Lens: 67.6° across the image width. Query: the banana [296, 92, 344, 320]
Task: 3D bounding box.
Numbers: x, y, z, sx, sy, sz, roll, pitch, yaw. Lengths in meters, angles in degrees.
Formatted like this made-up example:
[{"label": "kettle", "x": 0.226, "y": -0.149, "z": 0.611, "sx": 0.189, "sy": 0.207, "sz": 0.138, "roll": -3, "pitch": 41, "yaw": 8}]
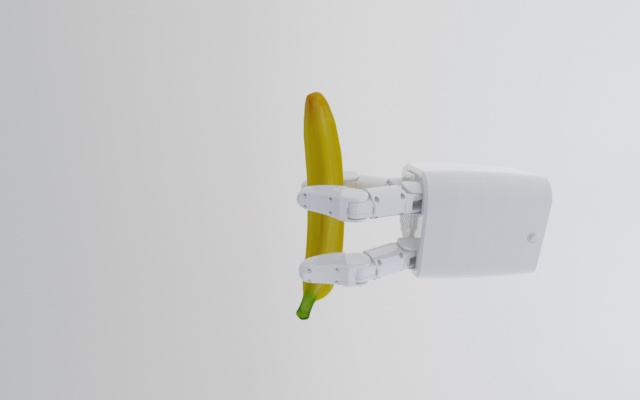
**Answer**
[{"label": "banana", "x": 0.003, "y": 0.004, "z": 0.439, "sx": 0.037, "sy": 0.198, "sz": 0.069, "roll": 1, "pitch": 2, "yaw": 8}]
